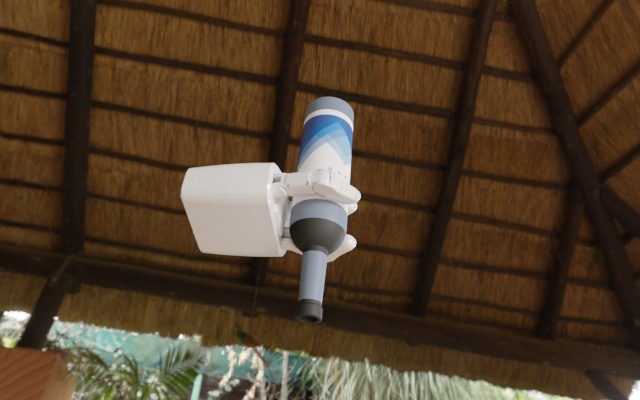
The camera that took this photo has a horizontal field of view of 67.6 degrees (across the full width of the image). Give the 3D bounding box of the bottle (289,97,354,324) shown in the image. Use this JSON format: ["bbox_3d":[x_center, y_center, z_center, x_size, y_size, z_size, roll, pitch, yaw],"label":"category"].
[{"bbox_3d":[0.000,0.002,0.573,0.069,0.295,0.069,4,-35,3],"label":"bottle"}]
